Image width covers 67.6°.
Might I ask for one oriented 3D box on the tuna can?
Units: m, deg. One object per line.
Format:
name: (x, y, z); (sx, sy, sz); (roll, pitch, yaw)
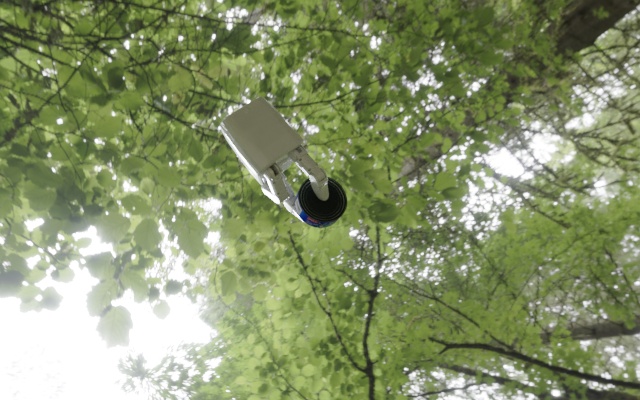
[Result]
tuna can: (0.000, 0.003, 0.813); (0.086, 0.086, 0.034); (0, -23, -17)
